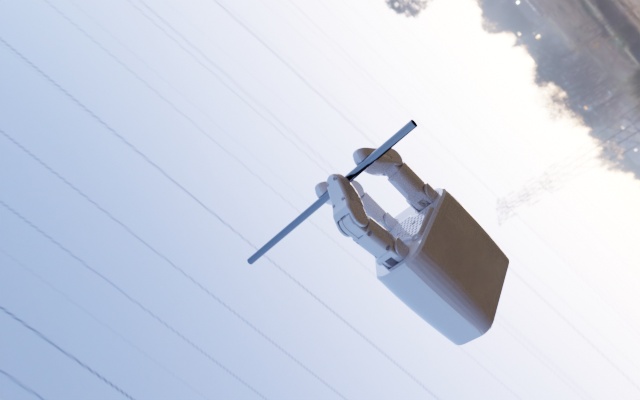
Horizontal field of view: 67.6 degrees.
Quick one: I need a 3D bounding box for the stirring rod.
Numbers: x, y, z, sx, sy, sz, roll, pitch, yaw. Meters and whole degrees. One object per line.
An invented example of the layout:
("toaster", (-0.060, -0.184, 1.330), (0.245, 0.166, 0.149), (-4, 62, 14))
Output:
("stirring rod", (0.000, 0.002, 0.458), (0.011, 0.011, 0.240), (0, -33, -50))
